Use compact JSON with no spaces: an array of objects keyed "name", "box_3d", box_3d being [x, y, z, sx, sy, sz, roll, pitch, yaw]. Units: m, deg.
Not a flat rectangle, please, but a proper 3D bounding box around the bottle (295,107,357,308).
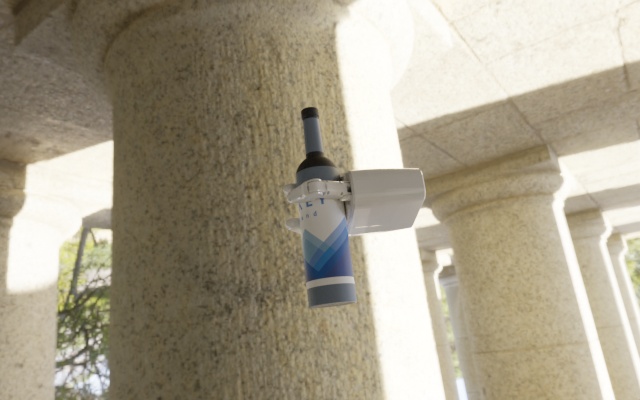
[{"name":"bottle","box_3d":[0.000,0.003,0.691,0.069,0.295,0.069,-6,-17,-2]}]
